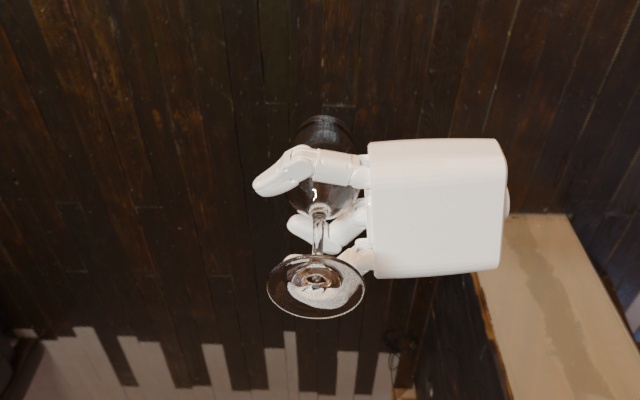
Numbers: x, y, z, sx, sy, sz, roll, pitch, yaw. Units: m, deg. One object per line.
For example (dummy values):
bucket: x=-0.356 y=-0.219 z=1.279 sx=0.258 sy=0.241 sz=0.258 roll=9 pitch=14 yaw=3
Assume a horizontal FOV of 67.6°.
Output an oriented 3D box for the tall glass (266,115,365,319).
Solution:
tall glass: x=0.000 y=0.002 z=0.430 sx=0.079 sy=0.079 sz=0.200 roll=0 pitch=41 yaw=2
